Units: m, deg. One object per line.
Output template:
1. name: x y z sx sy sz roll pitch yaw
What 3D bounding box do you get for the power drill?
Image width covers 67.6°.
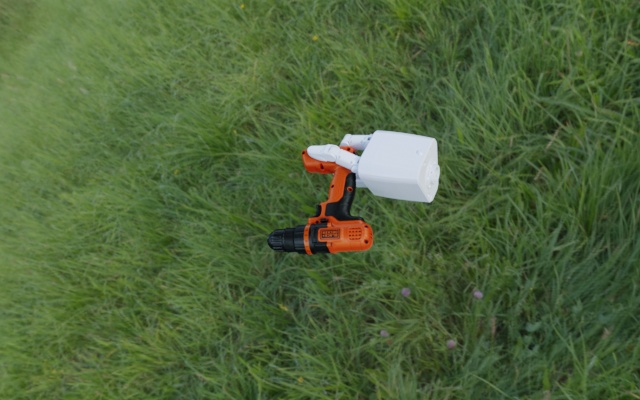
1. power drill: 0.000 0.002 0.836 0.184 0.187 0.057 -3 -20 14
